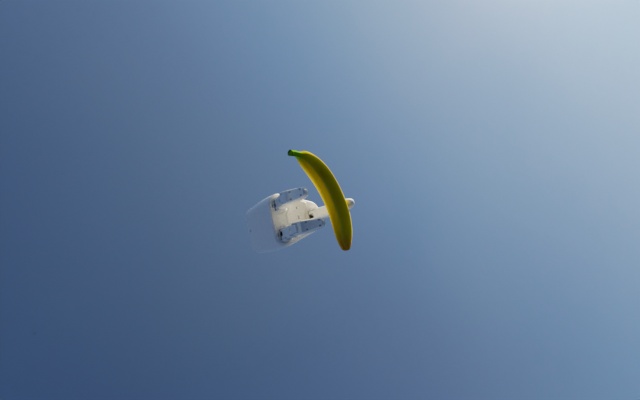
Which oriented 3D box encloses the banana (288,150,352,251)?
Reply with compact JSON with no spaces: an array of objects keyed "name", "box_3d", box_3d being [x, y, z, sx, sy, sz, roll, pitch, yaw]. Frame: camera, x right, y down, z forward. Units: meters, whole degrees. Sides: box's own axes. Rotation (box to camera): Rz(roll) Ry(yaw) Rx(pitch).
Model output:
[{"name":"banana","box_3d":[0.009,-0.009,0.824,0.037,0.198,0.069,-22,12,47]}]
